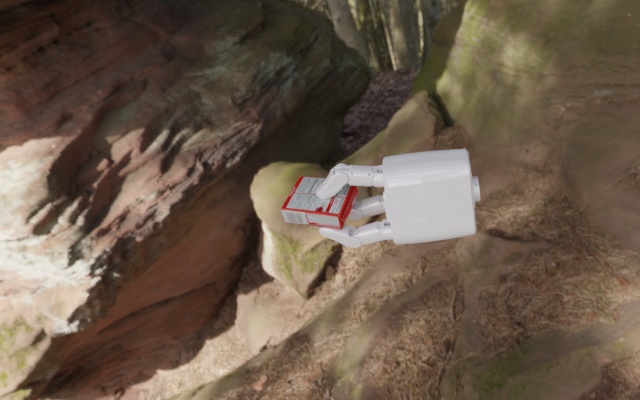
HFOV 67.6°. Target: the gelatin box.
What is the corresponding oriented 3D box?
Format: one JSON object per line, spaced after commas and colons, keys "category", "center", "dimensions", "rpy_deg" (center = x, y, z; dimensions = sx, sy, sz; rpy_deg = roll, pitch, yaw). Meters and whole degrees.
{"category": "gelatin box", "center": [0.000, 0.002, 0.663], "dimensions": [0.089, 0.030, 0.073], "rpy_deg": [6, 44, 21]}
